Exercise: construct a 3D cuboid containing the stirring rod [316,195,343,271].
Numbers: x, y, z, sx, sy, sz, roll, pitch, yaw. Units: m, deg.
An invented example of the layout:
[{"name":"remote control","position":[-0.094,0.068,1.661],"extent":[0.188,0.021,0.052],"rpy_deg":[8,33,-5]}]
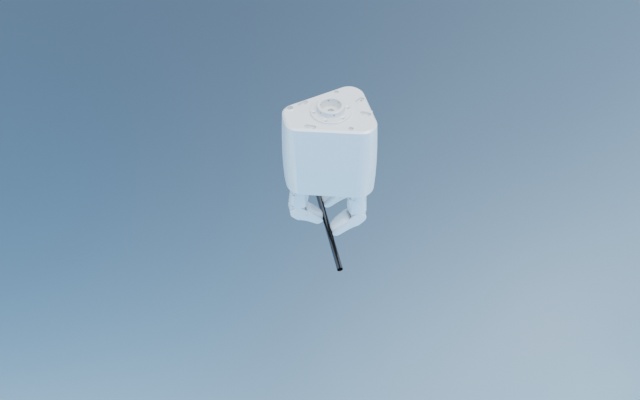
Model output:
[{"name":"stirring rod","position":[0.000,0.002,0.700],"extent":[0.011,0.239,0.011],"rpy_deg":[-9,-41,-8]}]
